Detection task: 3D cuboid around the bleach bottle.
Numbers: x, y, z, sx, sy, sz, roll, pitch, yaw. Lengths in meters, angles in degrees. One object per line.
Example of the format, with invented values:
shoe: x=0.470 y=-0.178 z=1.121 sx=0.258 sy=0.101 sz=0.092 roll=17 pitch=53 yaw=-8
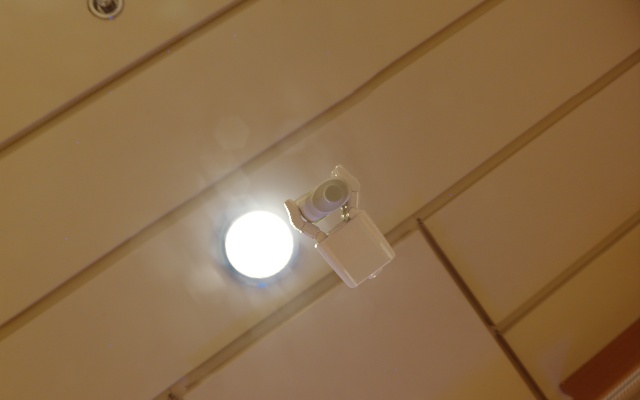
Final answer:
bleach bottle: x=0.000 y=0.003 z=0.892 sx=0.102 sy=0.068 sz=0.251 roll=-37 pitch=1 yaw=-8
